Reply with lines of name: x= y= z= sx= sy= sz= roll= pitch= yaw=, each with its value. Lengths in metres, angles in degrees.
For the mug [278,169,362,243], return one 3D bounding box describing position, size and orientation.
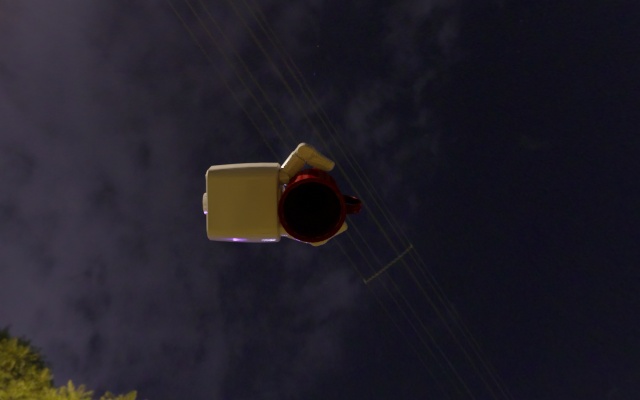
mug: x=0.002 y=0.002 z=0.682 sx=0.117 sy=0.093 sz=0.081 roll=1 pitch=18 yaw=-1
